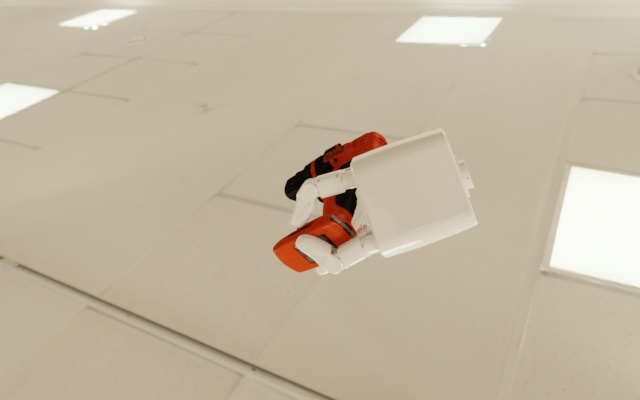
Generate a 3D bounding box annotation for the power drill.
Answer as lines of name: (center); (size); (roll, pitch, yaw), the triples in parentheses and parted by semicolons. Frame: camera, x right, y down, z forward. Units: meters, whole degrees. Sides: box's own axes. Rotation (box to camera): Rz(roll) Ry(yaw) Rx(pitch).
power drill: (0.000, 0.002, 0.635); (0.184, 0.187, 0.057); (-28, -59, 37)
